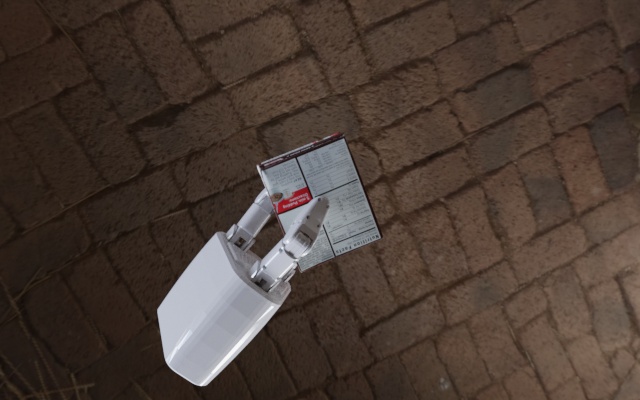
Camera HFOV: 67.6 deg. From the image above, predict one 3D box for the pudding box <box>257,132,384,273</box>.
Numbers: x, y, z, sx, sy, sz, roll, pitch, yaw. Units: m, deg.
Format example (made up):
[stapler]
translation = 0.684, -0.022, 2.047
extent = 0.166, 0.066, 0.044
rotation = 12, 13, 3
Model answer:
[pudding box]
translation = 0.000, 0.002, 0.465
extent = 0.090, 0.113, 0.039
rotation = -22, 14, -3
